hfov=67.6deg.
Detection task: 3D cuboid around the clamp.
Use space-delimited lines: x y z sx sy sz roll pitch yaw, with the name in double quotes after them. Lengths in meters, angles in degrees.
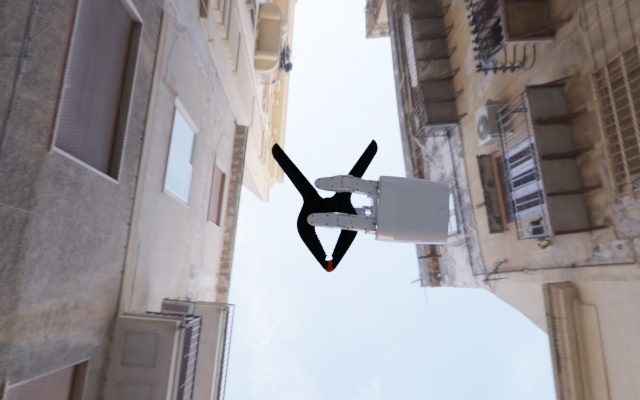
0.000 0.003 0.729 0.164 0.210 0.036 4 -10 2 "clamp"
